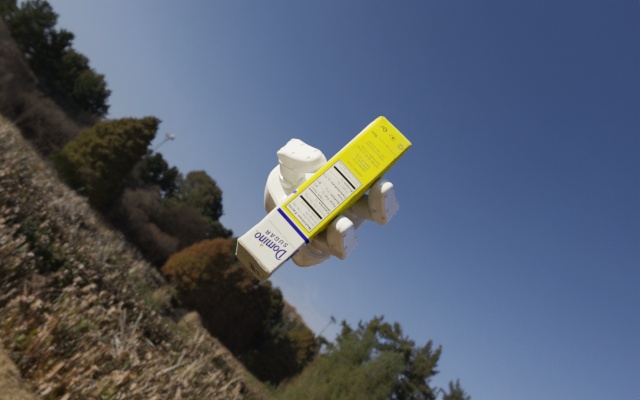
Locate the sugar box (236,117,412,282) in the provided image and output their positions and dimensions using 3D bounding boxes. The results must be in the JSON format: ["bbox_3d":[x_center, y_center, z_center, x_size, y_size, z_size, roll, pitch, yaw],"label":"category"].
[{"bbox_3d":[0.001,0.002,0.450,0.176,0.048,0.093,-44,-2,-17],"label":"sugar box"}]
